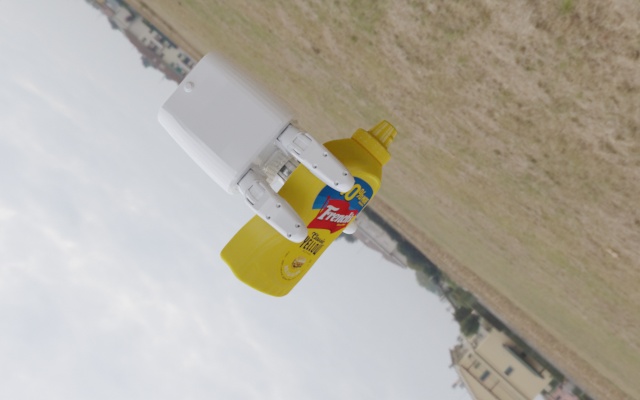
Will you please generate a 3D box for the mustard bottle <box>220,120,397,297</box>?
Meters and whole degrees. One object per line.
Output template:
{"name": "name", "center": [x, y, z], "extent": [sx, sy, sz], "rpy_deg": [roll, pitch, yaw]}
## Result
{"name": "mustard bottle", "center": [0.000, 0.002, 0.445], "extent": [0.058, 0.191, 0.096], "rpy_deg": [43, 3, 34]}
